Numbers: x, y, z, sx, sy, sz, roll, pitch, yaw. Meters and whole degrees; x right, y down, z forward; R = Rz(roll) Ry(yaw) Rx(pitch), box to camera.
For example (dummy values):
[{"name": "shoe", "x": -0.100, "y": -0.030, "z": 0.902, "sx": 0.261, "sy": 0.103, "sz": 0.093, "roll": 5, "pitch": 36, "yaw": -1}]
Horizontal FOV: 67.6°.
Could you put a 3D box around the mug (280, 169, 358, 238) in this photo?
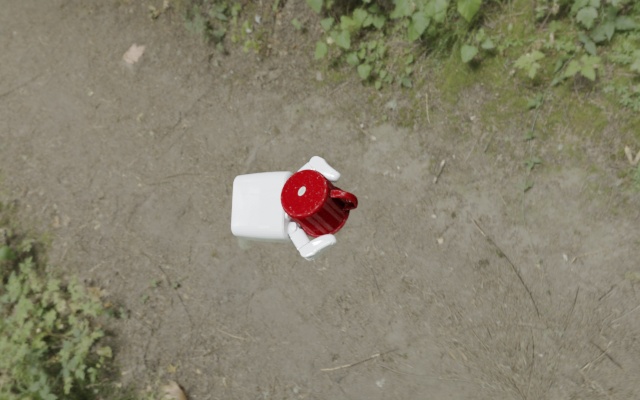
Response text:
[{"name": "mug", "x": 0.001, "y": 0.002, "z": 0.742, "sx": 0.117, "sy": 0.093, "sz": 0.081, "roll": -1, "pitch": -23, "yaw": 25}]
